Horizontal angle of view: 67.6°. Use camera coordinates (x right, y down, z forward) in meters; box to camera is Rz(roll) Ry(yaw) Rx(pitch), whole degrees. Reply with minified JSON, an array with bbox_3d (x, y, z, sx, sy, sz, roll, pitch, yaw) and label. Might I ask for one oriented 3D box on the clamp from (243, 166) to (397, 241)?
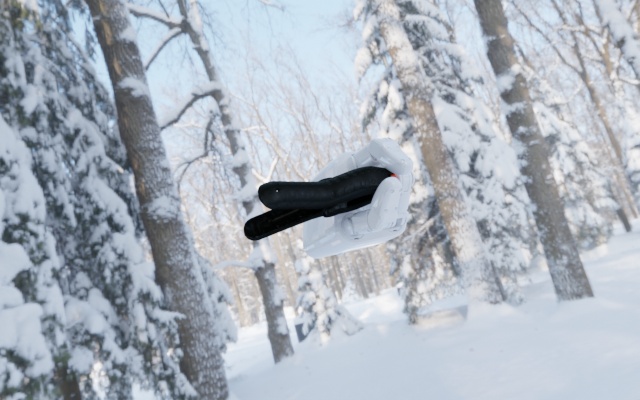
[{"bbox_3d":[0.000,0.001,0.495,0.171,0.039,0.120,-9,-13,-28],"label":"clamp"}]
